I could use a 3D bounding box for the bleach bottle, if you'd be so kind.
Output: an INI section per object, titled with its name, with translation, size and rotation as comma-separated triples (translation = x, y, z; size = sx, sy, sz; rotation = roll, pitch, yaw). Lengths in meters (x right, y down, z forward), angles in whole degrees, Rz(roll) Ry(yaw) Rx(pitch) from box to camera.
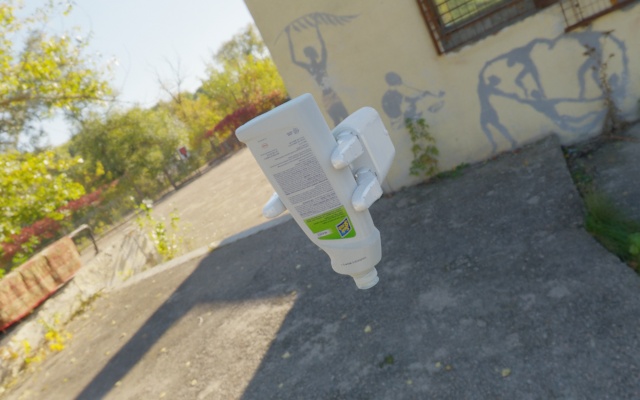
[bleach bottle]
translation = 0.000, 0.002, 0.592
size = 0.102, 0.251, 0.068
rotation = -19, 17, 29
